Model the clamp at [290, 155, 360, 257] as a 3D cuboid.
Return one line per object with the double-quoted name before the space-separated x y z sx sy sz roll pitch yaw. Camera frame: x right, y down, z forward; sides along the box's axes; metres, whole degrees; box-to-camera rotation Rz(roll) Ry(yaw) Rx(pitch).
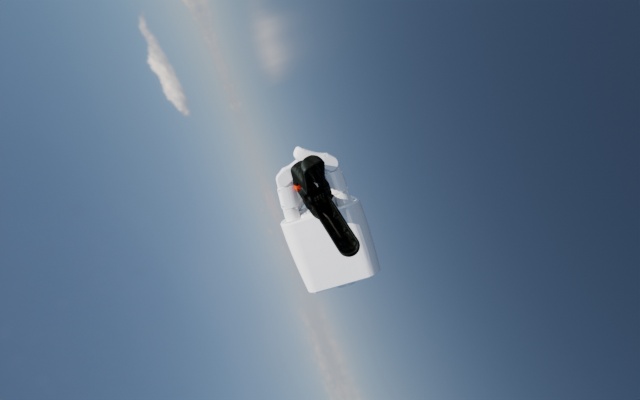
"clamp" -0.001 0.002 0.573 0.039 0.120 0.171 -20 8 -6
